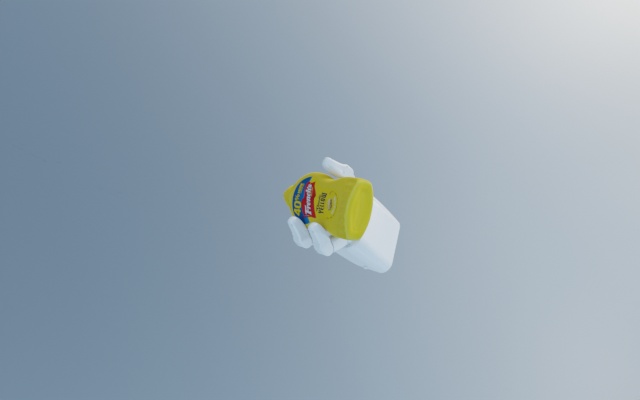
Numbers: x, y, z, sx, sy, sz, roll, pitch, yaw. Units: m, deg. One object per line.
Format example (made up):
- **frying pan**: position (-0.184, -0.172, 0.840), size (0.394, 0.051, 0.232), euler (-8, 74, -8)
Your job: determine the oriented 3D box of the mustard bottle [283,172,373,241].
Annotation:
- **mustard bottle**: position (0.000, 0.003, 0.790), size (0.058, 0.096, 0.191), euler (8, 2, -40)
